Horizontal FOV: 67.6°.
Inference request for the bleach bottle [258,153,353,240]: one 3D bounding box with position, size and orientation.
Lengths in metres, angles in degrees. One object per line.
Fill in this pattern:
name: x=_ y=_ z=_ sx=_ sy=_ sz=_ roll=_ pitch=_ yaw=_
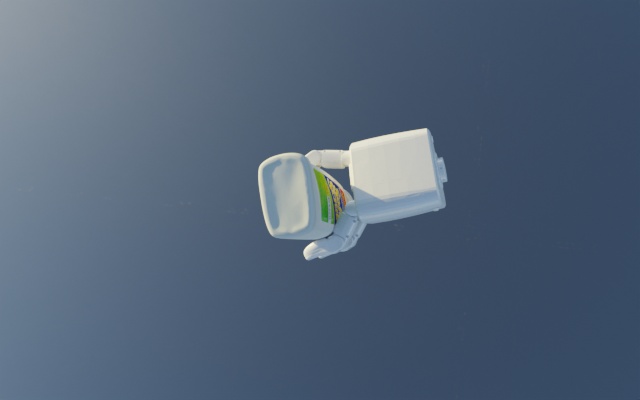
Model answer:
bleach bottle: x=0.000 y=0.002 z=0.665 sx=0.068 sy=0.102 sz=0.251 roll=-10 pitch=-6 yaw=18
